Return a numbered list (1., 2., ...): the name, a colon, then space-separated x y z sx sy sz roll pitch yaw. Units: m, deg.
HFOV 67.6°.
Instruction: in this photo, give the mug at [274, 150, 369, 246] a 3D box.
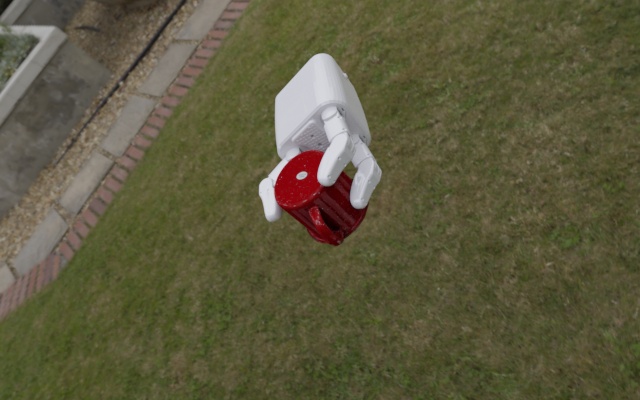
1. mug: 0.000 0.003 0.566 0.093 0.117 0.081 -29 -44 20
